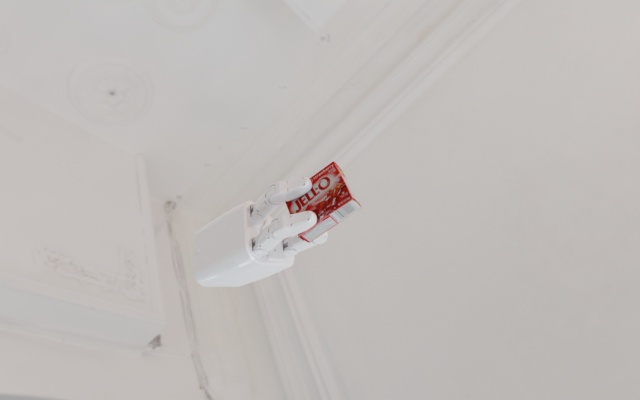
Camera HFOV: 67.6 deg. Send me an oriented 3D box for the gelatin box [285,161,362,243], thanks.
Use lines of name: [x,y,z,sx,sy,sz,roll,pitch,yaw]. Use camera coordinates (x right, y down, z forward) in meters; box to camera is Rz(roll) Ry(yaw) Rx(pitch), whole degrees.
gelatin box: [0.001,0.002,0.634,0.089,0.073,0.030,-35,-41,13]
